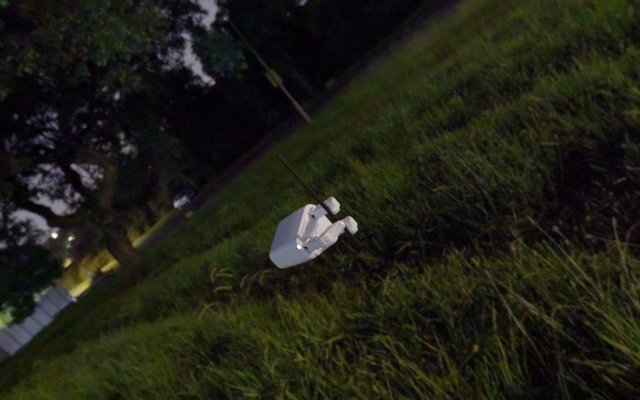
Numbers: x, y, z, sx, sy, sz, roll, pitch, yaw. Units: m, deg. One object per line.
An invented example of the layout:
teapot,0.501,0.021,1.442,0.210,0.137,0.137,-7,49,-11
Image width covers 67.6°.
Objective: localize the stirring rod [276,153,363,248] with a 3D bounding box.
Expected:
stirring rod,0.000,0.003,0.897,0.011,0.239,0.011,-39,15,12
